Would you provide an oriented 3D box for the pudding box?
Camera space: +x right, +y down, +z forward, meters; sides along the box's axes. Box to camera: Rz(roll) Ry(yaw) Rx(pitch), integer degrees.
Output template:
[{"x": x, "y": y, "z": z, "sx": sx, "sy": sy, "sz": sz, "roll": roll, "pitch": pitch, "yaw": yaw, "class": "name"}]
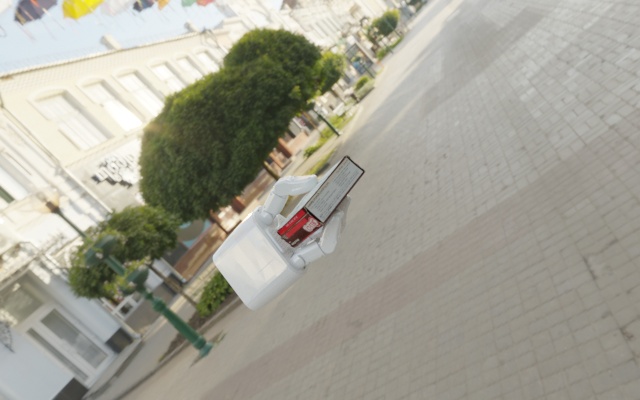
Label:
[{"x": 0.000, "y": 0.002, "z": 0.630, "sx": 0.113, "sy": 0.039, "sz": 0.090, "roll": -53, "pitch": 8, "yaw": -36, "class": "pudding box"}]
